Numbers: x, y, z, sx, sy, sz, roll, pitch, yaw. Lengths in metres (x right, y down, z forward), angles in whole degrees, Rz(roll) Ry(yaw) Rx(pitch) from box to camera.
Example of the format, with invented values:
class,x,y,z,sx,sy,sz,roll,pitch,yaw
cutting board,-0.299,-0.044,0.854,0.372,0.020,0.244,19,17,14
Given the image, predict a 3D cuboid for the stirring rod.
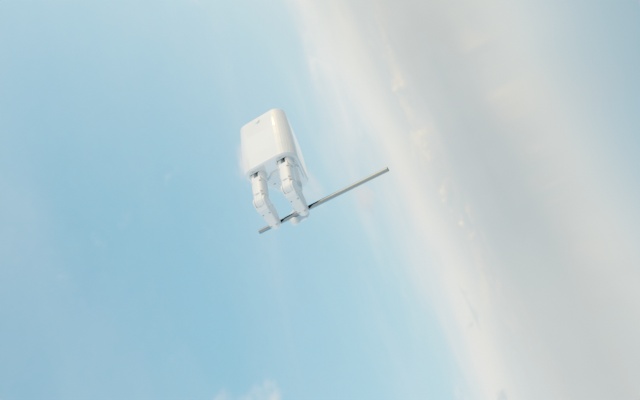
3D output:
class,x,y,z,sx,sy,sz,roll,pitch,yaw
stirring rod,0.000,0.002,0.761,0.239,0.011,0.011,-26,-9,19
